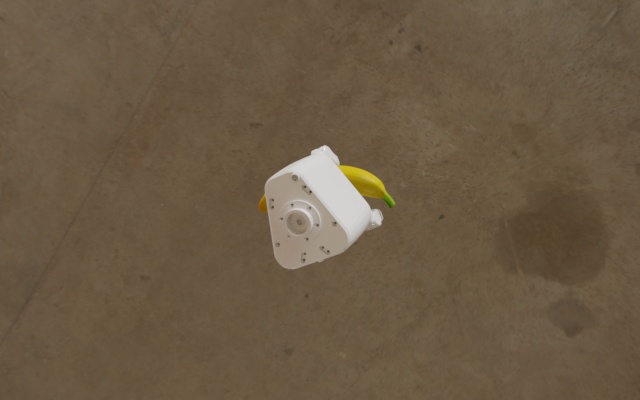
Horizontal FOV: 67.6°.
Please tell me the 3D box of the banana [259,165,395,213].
[{"bbox_3d":[0.001,-0.015,0.664,0.198,0.070,0.037,-1,23,14],"label":"banana"}]
